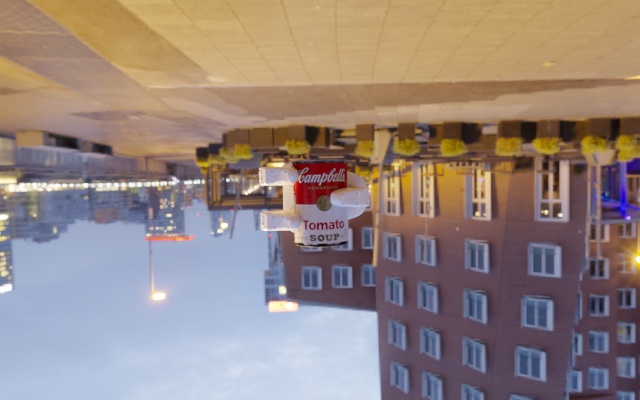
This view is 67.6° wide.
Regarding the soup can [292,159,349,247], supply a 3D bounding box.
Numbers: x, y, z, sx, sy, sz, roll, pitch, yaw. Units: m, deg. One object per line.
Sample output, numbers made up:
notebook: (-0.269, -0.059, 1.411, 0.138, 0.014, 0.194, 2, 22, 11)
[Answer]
soup can: (0.000, 0.002, 0.582, 0.068, 0.102, 0.068, -1, 3, 0)
